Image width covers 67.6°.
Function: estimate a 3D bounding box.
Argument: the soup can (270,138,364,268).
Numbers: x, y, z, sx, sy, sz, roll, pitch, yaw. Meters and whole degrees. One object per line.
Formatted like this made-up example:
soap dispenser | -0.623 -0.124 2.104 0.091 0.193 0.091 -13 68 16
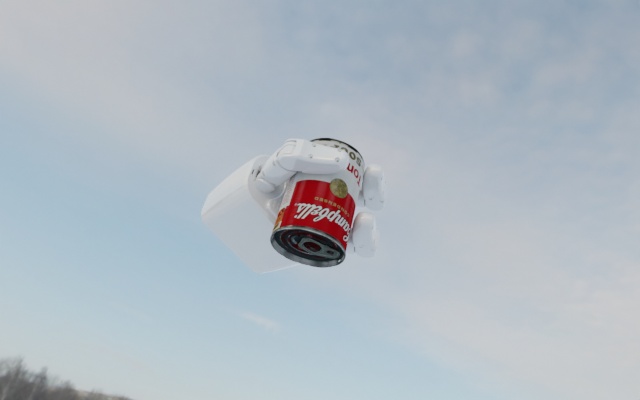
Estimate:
soup can | 0.000 0.001 0.442 0.068 0.102 0.068 11 -32 7
